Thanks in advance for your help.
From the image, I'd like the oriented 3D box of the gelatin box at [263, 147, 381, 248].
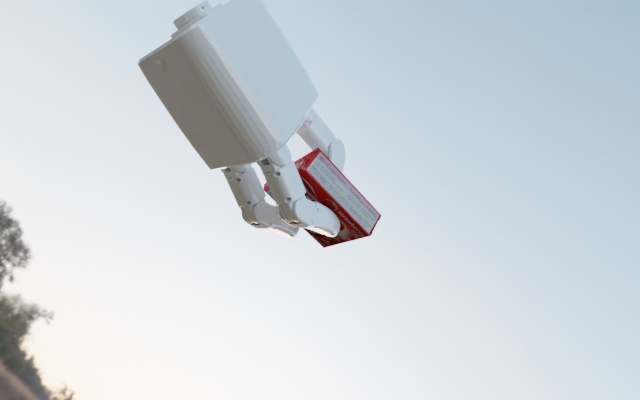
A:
[{"bbox_3d":[0.001,0.001,0.441,0.089,0.030,0.073,45,-34,-16],"label":"gelatin box"}]
